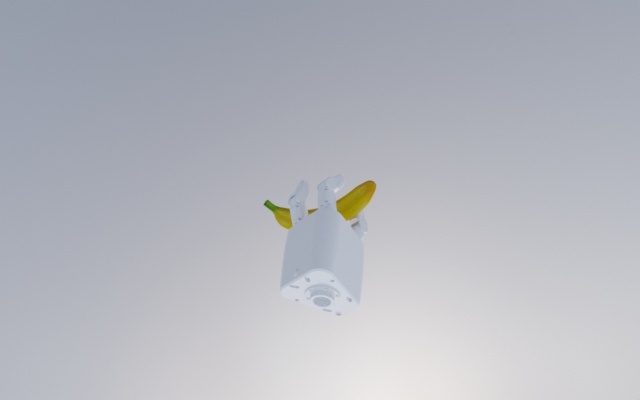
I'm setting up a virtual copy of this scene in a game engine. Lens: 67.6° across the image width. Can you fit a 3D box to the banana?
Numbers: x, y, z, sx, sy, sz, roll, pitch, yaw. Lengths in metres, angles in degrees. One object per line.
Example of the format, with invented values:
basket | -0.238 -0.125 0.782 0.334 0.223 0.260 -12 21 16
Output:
banana | 0.004 0.017 0.774 0.198 0.070 0.037 -11 38 22
